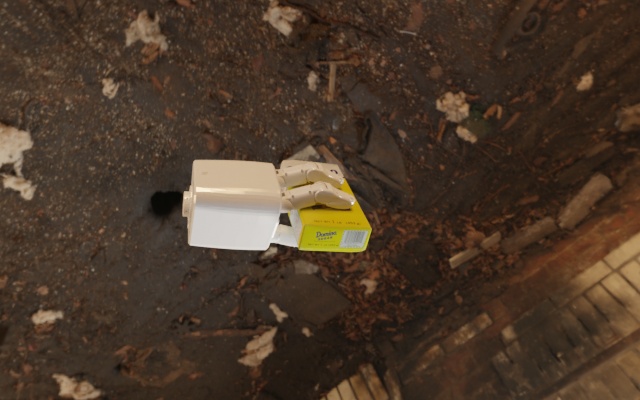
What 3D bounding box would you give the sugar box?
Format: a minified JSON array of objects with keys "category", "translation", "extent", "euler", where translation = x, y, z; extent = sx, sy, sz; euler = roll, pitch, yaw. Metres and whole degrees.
[{"category":"sugar box","translation":[0.000,0.002,0.674],"extent":[0.093,0.048,0.176],"euler":[4,33,-19]}]
